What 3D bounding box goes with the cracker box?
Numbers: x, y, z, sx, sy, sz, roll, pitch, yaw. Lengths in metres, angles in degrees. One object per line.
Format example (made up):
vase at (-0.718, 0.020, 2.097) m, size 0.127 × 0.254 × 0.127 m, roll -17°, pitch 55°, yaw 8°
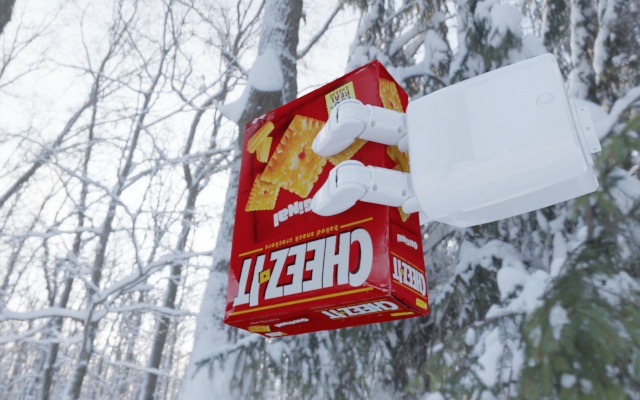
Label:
cracker box at (0.000, 0.001, 0.428) m, size 0.164 × 0.213 × 0.072 m, roll -18°, pitch -34°, yaw 32°
